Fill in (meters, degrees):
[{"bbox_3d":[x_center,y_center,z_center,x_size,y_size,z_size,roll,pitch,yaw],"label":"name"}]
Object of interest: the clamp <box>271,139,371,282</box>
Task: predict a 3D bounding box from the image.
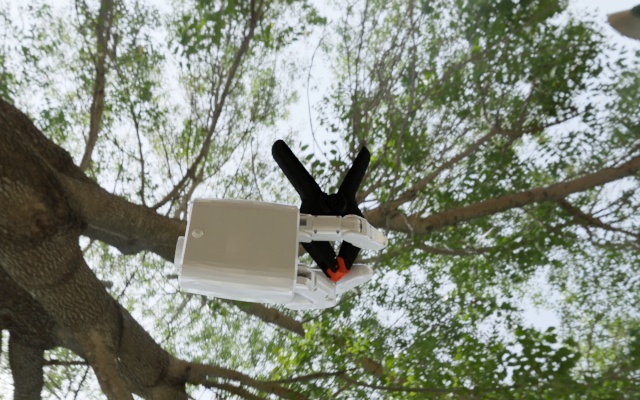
[{"bbox_3d":[0.000,0.002,0.529,0.120,0.171,0.039,7,-32,-9],"label":"clamp"}]
